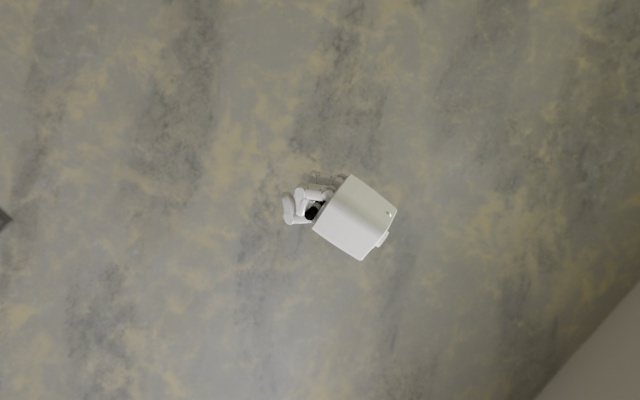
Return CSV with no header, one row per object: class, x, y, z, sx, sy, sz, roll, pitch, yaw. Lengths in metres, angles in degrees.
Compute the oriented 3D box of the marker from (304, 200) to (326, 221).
marker,0.000,0.003,0.855,0.020,0.020,0.121,0,25,23
